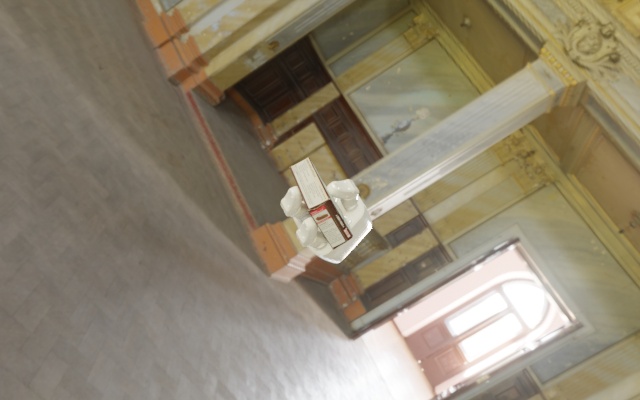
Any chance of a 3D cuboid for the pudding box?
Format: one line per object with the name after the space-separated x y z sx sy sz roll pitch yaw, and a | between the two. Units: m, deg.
0.000 0.002 0.697 0.039 0.090 0.113 -31 40 2 | pudding box
